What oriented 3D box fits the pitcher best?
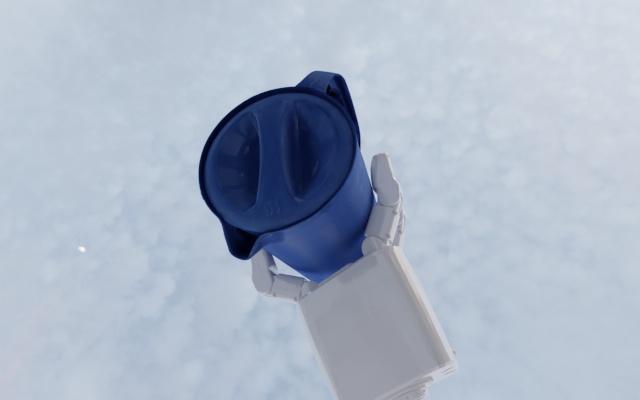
[{"bbox_3d":[0.000,0.002,0.477,0.149,0.145,0.243,-28,-29,4],"label":"pitcher"}]
